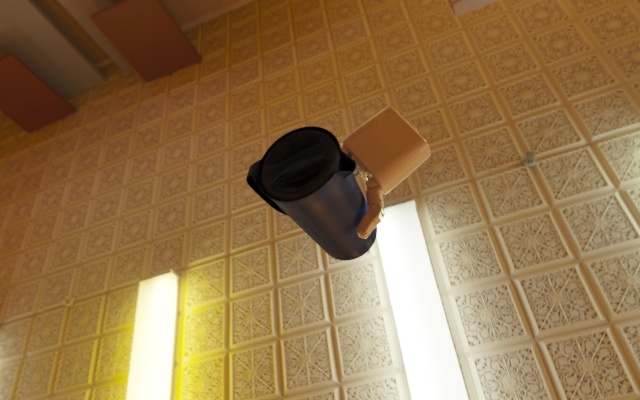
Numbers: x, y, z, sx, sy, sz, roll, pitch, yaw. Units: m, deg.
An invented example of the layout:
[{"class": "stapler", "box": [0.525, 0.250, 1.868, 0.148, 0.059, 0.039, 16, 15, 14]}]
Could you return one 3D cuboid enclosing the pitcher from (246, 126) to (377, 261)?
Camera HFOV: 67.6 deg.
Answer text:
[{"class": "pitcher", "box": [0.000, 0.002, 0.786, 0.149, 0.145, 0.243, 48, -4, 39]}]
